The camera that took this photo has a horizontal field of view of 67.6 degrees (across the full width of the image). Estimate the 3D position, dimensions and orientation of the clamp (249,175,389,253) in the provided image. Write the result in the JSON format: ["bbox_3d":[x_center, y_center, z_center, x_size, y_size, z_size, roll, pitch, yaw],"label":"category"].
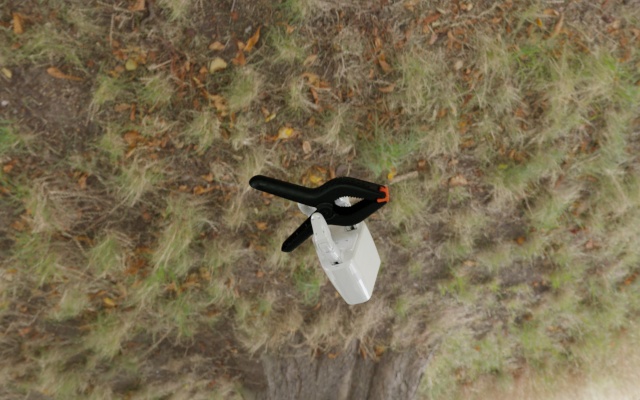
[{"bbox_3d":[0.001,0.003,0.753,0.210,0.165,0.036,-16,39,16],"label":"clamp"}]
